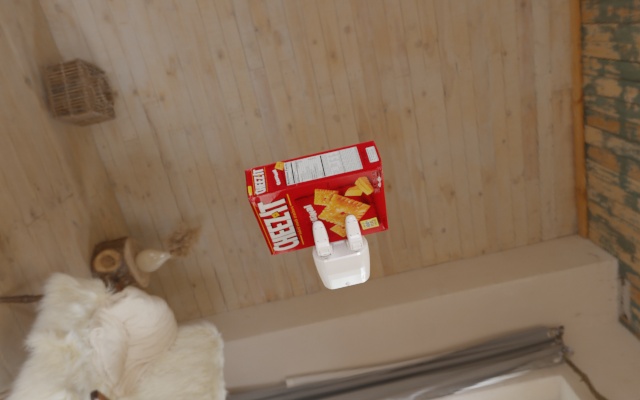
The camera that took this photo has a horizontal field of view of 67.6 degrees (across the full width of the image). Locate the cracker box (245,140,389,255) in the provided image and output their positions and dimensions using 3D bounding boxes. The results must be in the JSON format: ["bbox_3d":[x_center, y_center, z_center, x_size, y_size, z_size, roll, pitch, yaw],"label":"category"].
[{"bbox_3d":[0.000,0.002,0.794,0.214,0.072,0.164,-13,-41,0],"label":"cracker box"}]
